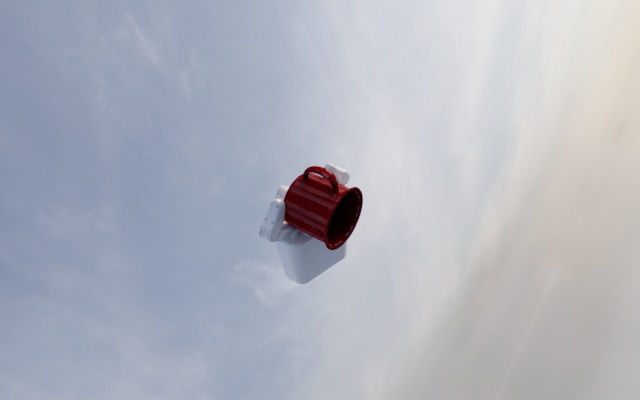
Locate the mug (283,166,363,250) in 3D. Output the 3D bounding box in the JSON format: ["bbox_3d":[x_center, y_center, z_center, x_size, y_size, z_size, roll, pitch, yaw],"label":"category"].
[{"bbox_3d":[0.000,0.001,0.658,0.081,0.117,0.093,24,51,28],"label":"mug"}]
